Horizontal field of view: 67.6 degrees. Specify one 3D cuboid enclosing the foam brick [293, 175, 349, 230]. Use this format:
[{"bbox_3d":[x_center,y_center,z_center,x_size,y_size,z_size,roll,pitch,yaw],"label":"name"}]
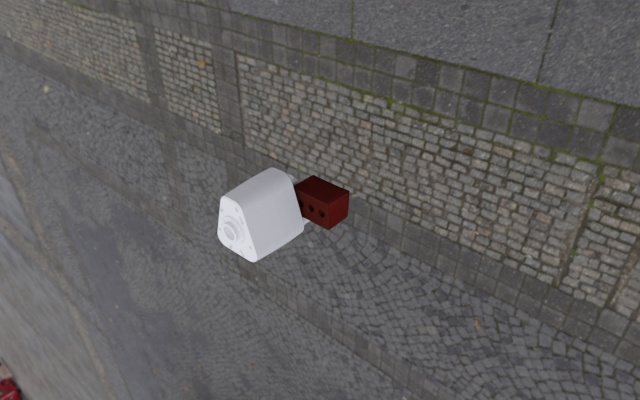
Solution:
[{"bbox_3d":[0.000,0.002,0.767,0.078,0.053,0.051,25,42,33],"label":"foam brick"}]
